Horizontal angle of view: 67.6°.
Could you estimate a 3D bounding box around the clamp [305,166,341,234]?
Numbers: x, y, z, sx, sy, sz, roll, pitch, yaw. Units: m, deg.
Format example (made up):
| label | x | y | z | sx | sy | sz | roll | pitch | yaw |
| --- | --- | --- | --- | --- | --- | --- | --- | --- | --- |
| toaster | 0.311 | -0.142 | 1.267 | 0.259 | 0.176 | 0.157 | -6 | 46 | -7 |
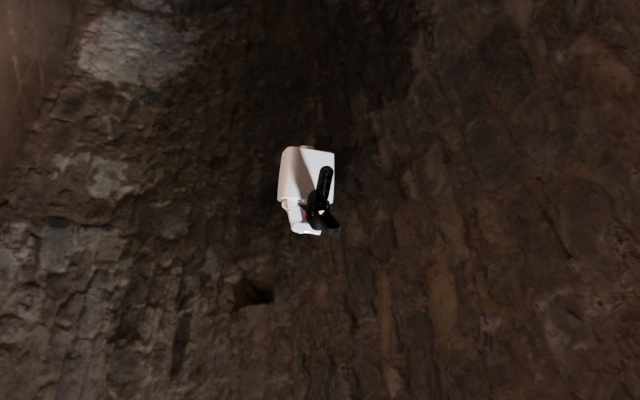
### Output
| label | x | y | z | sx | sy | sz | roll | pitch | yaw |
| --- | --- | --- | --- | --- | --- | --- | --- | --- | --- |
| clamp | 0.001 | 0.003 | 0.892 | 0.039 | 0.120 | 0.171 | 3 | -5 | -16 |
